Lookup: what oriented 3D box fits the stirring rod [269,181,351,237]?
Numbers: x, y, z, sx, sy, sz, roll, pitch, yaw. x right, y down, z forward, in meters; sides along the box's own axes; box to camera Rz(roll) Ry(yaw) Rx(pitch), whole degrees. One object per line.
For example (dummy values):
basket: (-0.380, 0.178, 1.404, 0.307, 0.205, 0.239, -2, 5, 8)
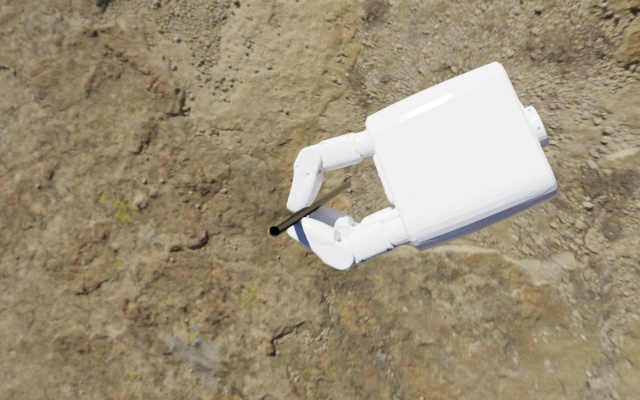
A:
stirring rod: (0.000, 0.001, 0.447, 0.011, 0.011, 0.239, 0, 10, 16)
